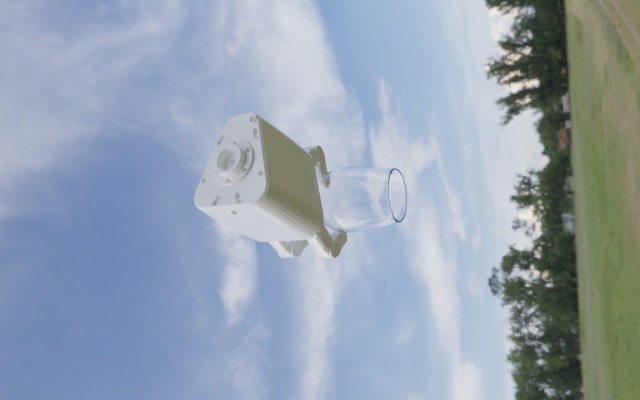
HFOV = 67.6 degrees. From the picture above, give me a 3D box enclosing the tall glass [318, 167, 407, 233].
[{"bbox_3d":[0.000,0.002,0.583,0.201,0.079,0.079,-5,-2,28],"label":"tall glass"}]
